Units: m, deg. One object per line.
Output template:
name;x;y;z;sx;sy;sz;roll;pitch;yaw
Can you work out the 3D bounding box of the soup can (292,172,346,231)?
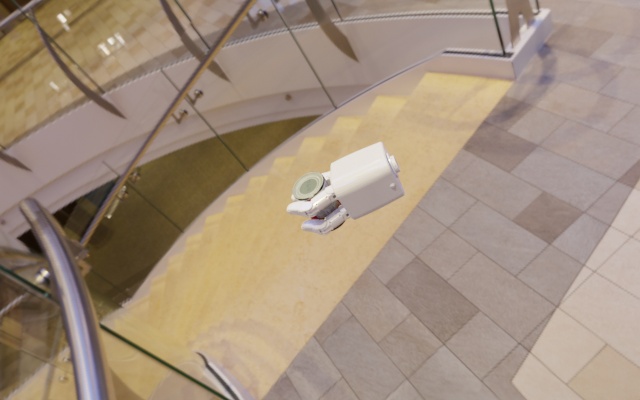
soup can;0.000;0.003;0.899;0.068;0.068;0.102;0;-37;35
